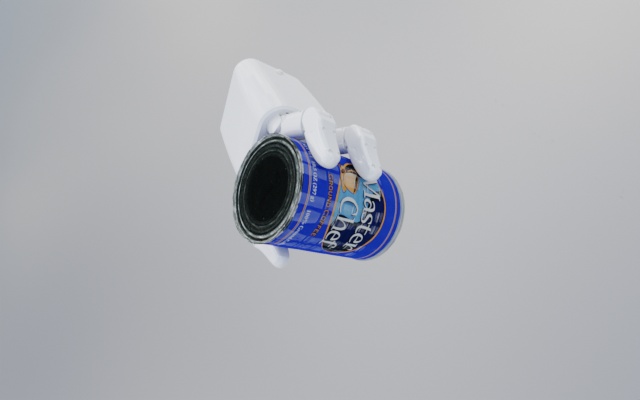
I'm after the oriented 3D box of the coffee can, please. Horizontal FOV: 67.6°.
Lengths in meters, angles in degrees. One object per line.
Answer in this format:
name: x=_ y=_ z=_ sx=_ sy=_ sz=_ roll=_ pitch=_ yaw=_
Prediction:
coffee can: x=0.000 y=0.002 z=0.473 sx=0.140 sy=0.103 sz=0.103 roll=14 pitch=-10 yaw=-41
